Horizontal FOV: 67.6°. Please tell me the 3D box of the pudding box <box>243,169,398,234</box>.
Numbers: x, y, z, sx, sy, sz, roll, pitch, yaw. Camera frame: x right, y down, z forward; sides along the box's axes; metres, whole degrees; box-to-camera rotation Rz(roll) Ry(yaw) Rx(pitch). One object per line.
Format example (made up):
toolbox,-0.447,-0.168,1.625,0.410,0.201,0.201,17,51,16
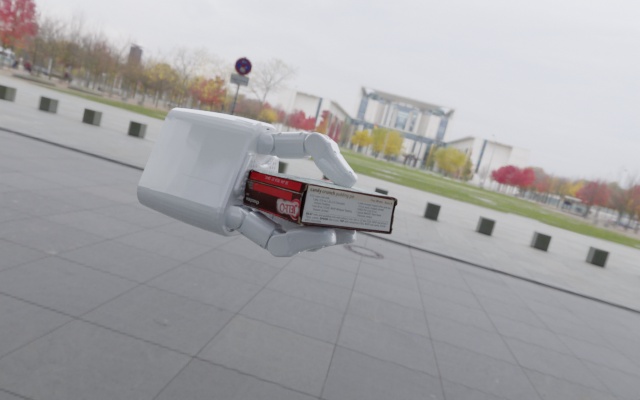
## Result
pudding box,0.000,0.001,0.438,0.113,0.039,0.090,6,7,-40
